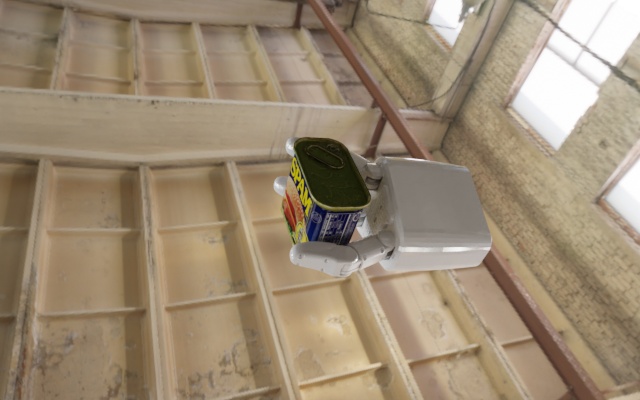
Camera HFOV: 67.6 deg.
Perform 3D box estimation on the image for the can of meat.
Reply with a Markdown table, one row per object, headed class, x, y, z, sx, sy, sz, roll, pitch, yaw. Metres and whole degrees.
| class | x | y | z | sx | sy | sz | roll | pitch | yaw |
| --- | --- | --- | --- | --- | --- | --- | --- | --- | --- |
| can of meat | 0.000 | 0.002 | 0.469 | 0.057 | 0.084 | 0.102 | -1 | 43 | -21 |
